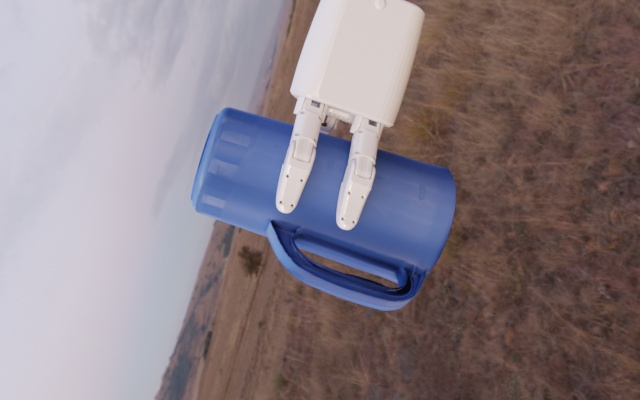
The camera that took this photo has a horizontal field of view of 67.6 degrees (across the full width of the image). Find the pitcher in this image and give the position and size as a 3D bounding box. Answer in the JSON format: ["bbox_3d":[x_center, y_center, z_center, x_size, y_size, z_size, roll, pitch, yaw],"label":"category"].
[{"bbox_3d":[0.000,0.001,0.478,0.243,0.145,0.149,17,6,-10],"label":"pitcher"}]
